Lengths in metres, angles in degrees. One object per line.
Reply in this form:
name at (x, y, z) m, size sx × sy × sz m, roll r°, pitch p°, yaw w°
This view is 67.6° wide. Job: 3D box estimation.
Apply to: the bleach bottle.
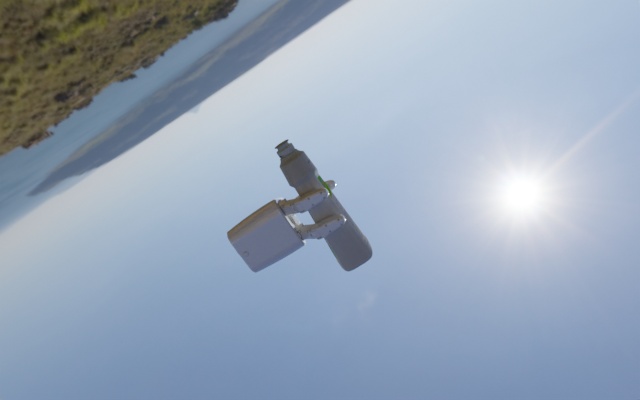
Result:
bleach bottle at (0.000, 0.003, 0.841) m, size 0.068 × 0.251 × 0.102 m, roll -32°, pitch 18°, yaw 3°
